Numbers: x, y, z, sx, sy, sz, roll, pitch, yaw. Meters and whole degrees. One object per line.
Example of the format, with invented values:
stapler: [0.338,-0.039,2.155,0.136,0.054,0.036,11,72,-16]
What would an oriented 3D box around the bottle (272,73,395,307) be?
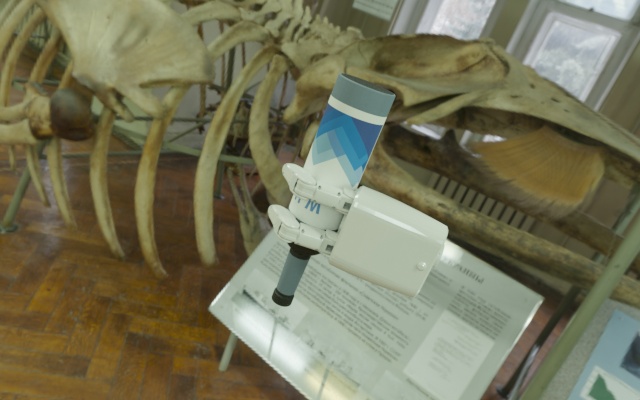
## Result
bottle: [0.000,0.002,0.570,0.069,0.296,0.069,19,21,-7]
